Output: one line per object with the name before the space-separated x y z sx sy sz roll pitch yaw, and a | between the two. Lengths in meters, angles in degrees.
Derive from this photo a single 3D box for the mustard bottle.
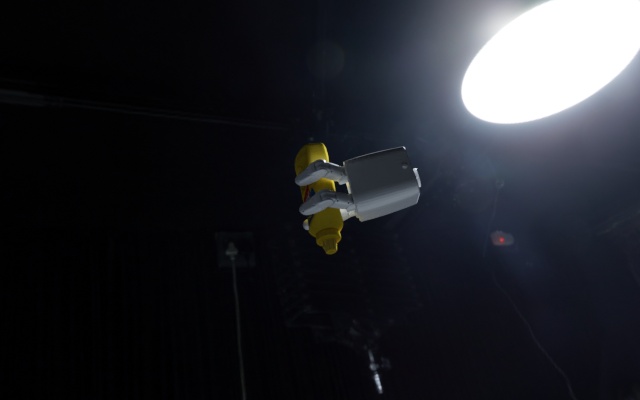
mustard bottle | 0.000 0.003 0.815 0.058 0.191 0.096 -3 -32 -16
